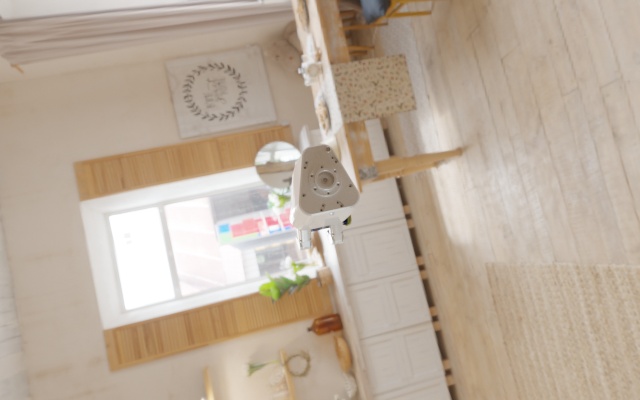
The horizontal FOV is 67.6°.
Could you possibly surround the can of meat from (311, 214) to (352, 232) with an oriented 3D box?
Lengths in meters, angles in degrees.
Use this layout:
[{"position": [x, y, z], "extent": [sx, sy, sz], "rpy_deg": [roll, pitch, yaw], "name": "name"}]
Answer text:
[{"position": [0.000, 0.003, 0.842], "extent": [0.084, 0.102, 0.057], "rpy_deg": [-12, -7, -11], "name": "can of meat"}]
